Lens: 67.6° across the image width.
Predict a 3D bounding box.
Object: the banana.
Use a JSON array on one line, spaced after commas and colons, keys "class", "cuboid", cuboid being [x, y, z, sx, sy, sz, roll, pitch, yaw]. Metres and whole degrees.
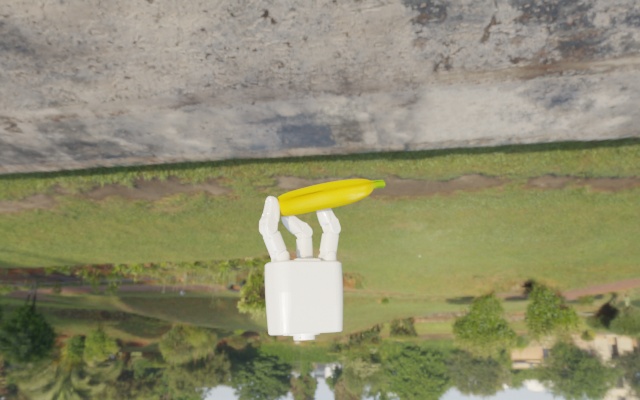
[{"class": "banana", "cuboid": [-0.005, -0.001, 0.719, 0.198, 0.037, 0.069, -11, -13, 23]}]
